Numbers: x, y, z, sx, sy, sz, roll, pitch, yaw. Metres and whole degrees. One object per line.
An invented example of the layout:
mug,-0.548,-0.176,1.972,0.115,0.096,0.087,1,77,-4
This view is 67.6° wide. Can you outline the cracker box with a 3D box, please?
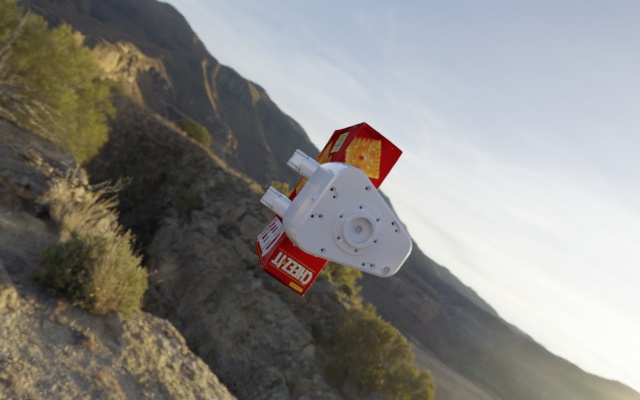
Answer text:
cracker box,0.000,0.002,0.641,0.072,0.213,0.164,36,-2,-11
